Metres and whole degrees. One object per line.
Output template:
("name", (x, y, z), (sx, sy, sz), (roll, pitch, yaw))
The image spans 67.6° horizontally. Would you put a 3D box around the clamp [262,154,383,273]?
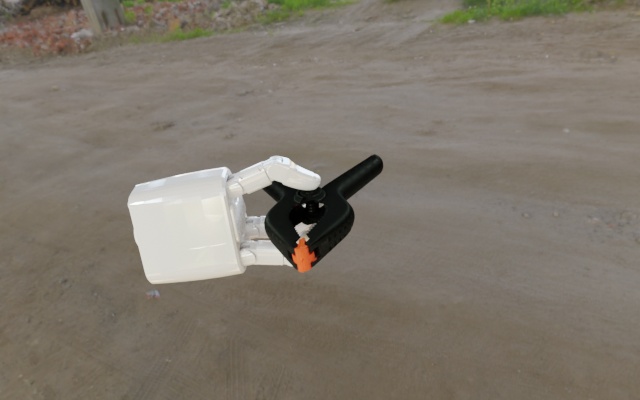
("clamp", (0.000, 0.001, 0.527), (0.164, 0.036, 0.210), (-9, 29, 2))
